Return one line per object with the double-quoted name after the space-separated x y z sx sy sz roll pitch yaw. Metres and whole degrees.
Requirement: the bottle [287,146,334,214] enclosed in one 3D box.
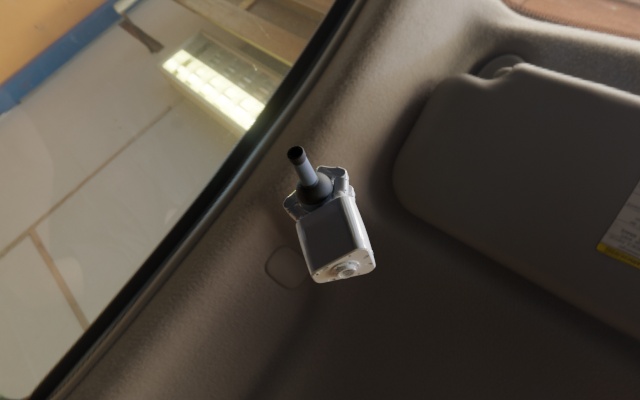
0.000 0.003 0.853 0.069 0.069 0.296 0 -31 18 "bottle"
